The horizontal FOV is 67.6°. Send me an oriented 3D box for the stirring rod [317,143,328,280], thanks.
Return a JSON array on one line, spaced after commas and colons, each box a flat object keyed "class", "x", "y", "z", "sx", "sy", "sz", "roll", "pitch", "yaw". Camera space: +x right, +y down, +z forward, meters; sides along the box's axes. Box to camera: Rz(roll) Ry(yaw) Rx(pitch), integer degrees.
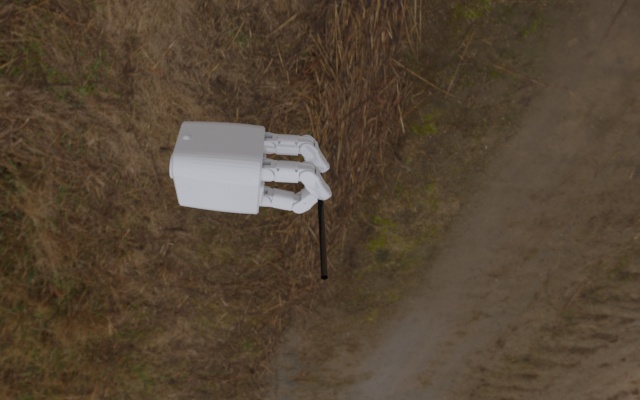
[{"class": "stirring rod", "x": 0.000, "y": 0.002, "z": 0.614, "sx": 0.011, "sy": 0.011, "sz": 0.239, "roll": 0, "pitch": 44, "yaw": -3}]
